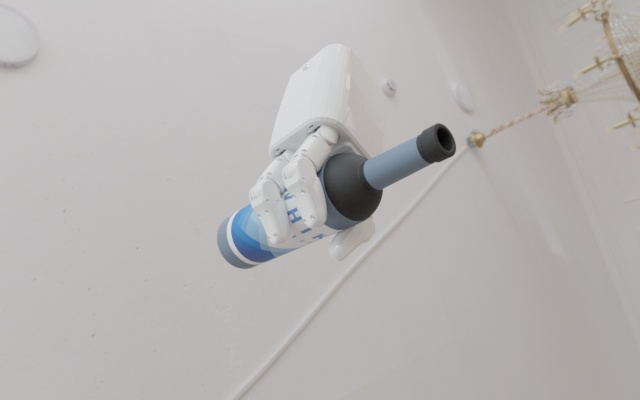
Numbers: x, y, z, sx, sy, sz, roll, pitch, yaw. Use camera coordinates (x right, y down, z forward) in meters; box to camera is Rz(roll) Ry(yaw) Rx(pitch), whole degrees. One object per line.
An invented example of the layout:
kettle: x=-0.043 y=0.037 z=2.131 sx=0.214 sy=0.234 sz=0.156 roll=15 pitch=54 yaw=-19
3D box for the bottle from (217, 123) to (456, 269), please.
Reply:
bottle: x=0.000 y=0.002 z=0.459 sx=0.069 sy=0.069 sz=0.296 roll=0 pitch=-19 yaw=-42
